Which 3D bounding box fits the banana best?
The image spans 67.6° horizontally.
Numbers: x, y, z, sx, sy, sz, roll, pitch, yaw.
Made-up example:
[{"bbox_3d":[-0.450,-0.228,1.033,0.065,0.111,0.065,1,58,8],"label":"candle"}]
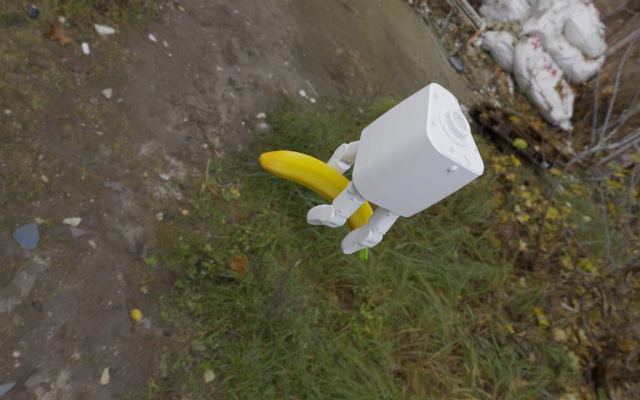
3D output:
[{"bbox_3d":[0.010,-0.009,0.613,0.198,0.069,0.037,43,-39,-18],"label":"banana"}]
